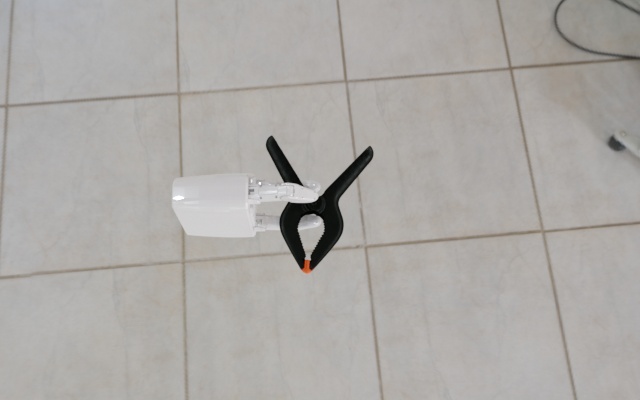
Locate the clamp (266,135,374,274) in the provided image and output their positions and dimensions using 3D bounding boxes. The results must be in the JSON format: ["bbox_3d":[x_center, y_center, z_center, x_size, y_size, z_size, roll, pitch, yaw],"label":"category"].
[{"bbox_3d":[0.000,0.003,0.710,0.164,0.210,0.036,-1,-13,0],"label":"clamp"}]
